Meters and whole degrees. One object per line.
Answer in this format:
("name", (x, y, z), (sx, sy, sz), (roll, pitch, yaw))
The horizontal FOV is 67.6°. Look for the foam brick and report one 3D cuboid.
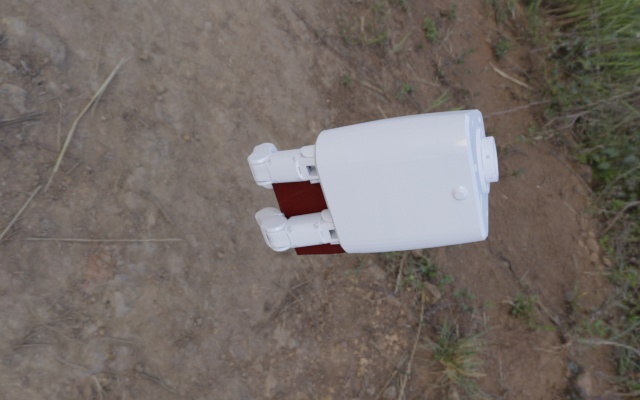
("foam brick", (0.000, 0.002, 0.411), (0.051, 0.078, 0.053), (-6, 27, 26))
